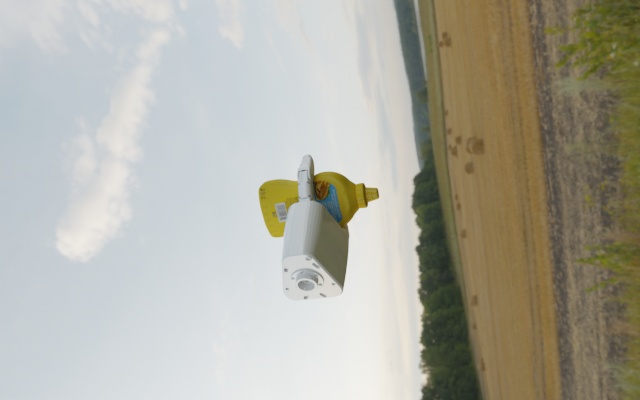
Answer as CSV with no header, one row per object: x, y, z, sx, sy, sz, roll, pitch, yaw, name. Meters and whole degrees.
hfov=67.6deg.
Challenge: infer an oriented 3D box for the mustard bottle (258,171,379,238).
0.000,0.002,0.782,0.191,0.096,0.058,-9,16,14,mustard bottle
